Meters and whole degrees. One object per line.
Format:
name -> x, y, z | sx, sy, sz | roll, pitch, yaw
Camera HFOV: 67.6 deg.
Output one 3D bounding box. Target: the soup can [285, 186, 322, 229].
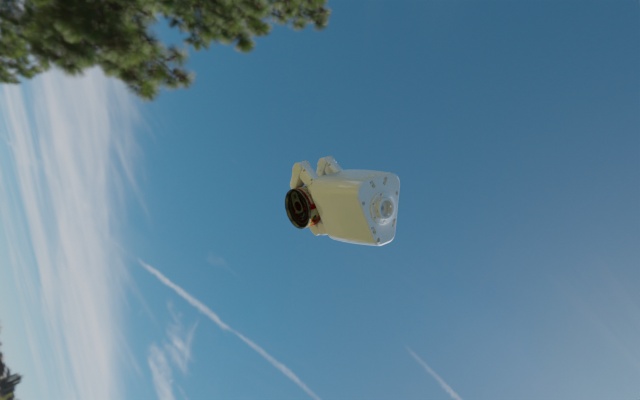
soup can -> 0.000, 0.003, 0.811 | 0.102, 0.068, 0.068 | -16, 10, -37
